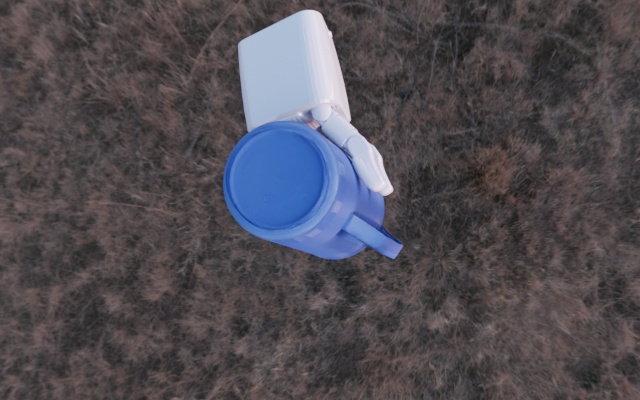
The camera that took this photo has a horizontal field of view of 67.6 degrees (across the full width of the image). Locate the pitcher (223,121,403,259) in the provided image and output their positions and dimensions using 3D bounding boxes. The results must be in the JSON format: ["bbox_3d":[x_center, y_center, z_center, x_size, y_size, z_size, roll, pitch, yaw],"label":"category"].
[{"bbox_3d":[0.000,0.002,0.523,0.149,0.145,0.243,-11,-10,12],"label":"pitcher"}]
